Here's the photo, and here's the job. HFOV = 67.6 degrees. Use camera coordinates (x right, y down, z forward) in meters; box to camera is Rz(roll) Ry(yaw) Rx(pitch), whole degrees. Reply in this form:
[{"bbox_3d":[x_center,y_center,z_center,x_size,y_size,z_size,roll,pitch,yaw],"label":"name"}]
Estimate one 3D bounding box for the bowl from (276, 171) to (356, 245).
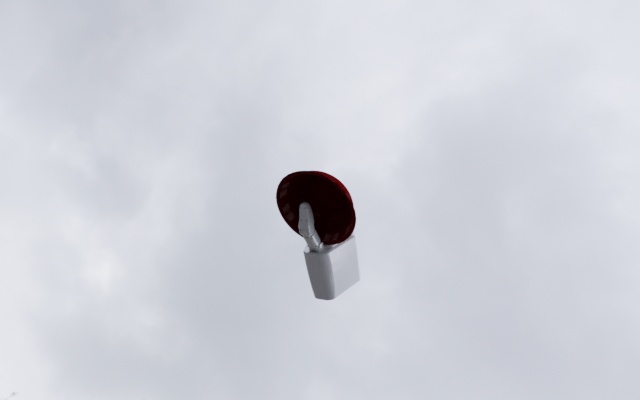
[{"bbox_3d":[0.000,0.002,0.885,0.162,0.162,0.055,0,33,31],"label":"bowl"}]
